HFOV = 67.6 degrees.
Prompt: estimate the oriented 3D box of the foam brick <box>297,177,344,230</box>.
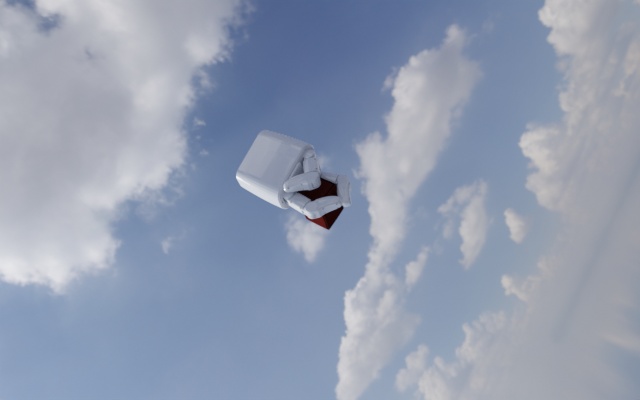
[{"bbox_3d":[0.000,0.003,0.832,0.051,0.053,0.078,23,-27,30],"label":"foam brick"}]
